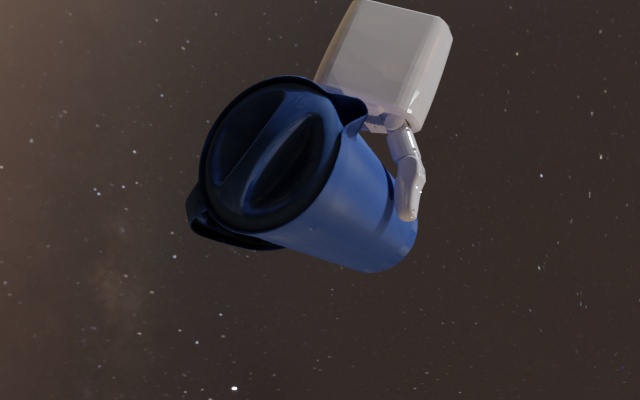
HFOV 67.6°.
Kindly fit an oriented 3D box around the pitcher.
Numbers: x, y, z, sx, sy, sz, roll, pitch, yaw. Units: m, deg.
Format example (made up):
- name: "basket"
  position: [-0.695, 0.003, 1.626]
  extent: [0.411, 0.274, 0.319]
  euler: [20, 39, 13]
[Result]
- name: "pitcher"
  position: [0.000, 0.001, 0.468]
  extent: [0.149, 0.145, 0.243]
  euler: [16, -10, 33]
